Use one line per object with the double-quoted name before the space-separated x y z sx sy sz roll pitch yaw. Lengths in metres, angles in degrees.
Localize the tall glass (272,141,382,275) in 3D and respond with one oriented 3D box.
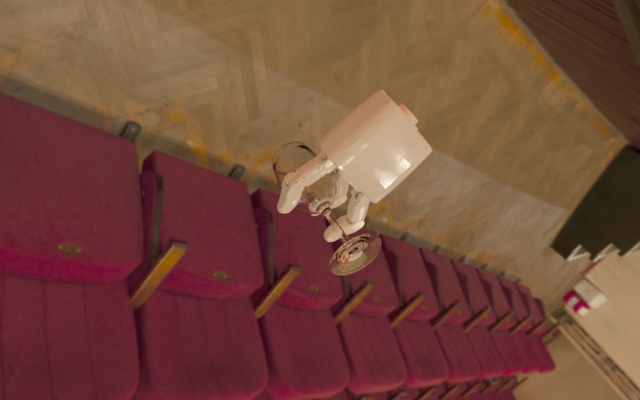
"tall glass" 0.000 0.003 0.652 0.079 0.079 0.201 0 41 -37
